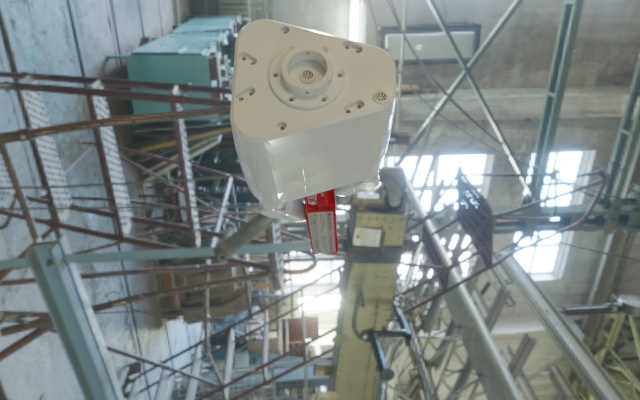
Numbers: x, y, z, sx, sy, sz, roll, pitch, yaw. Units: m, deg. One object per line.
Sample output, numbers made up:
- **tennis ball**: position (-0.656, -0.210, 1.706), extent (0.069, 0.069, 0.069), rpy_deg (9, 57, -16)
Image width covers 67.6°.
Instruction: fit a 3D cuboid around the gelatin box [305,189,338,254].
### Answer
- **gelatin box**: position (0.001, 0.002, 0.477), extent (0.030, 0.073, 0.089), rpy_deg (-4, -33, 2)
